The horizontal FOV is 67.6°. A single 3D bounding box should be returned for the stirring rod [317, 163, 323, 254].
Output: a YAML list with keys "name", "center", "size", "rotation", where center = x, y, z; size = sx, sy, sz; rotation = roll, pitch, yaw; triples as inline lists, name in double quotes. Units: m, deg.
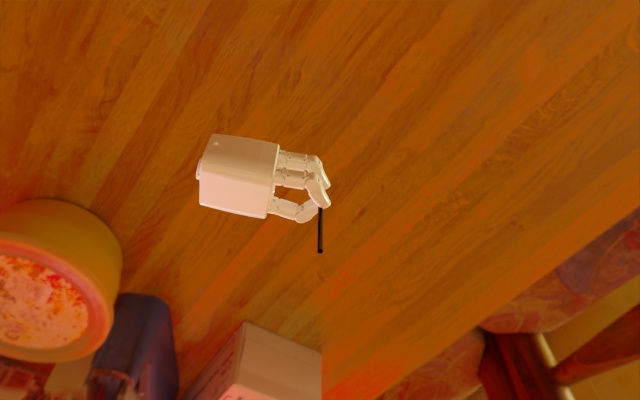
- name: "stirring rod"
  center: [0.000, 0.002, 0.739]
  size: [0.011, 0.011, 0.239]
  rotation: [0, 33, 0]
